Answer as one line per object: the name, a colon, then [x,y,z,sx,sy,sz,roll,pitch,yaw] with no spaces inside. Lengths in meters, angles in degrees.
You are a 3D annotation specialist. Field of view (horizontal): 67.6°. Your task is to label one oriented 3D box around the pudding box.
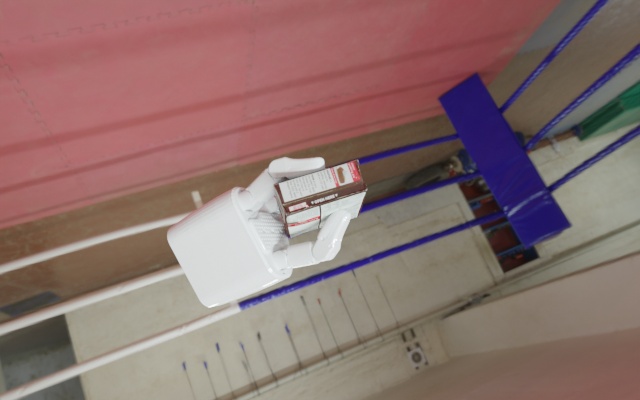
pudding box: [0.000,0.002,0.523,0.090,0.039,0.113,-18,-14,-6]
